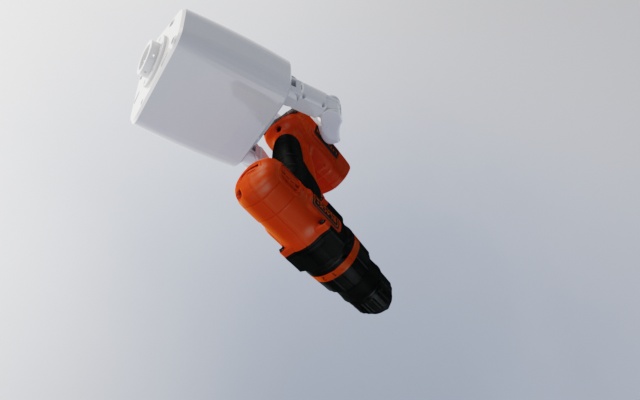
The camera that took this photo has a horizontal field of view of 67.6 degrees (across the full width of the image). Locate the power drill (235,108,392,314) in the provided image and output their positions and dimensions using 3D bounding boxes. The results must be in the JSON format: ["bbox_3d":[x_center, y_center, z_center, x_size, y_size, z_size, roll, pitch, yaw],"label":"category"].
[{"bbox_3d":[0.000,0.001,0.463,0.057,0.184,0.187,-34,28,16],"label":"power drill"}]
